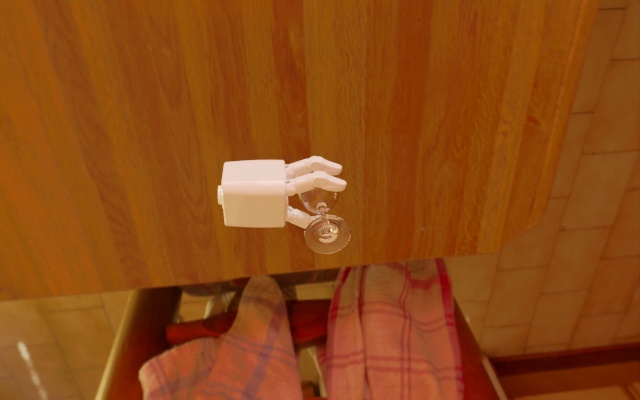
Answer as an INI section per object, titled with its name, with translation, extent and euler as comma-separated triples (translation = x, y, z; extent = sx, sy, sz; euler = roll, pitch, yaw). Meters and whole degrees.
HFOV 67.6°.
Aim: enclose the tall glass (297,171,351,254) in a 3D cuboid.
[tall glass]
translation = 0.000, 0.003, 0.839
extent = 0.079, 0.079, 0.201
euler = 0, 32, -7
